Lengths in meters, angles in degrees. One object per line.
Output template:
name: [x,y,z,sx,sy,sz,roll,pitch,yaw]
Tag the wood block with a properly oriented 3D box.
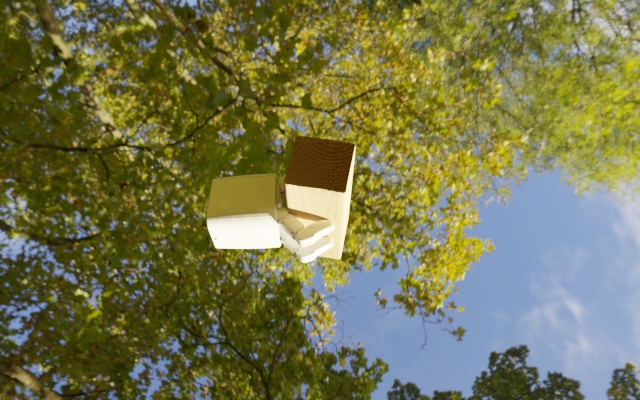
wood block: [0.000,0.002,0.758,0.090,0.090,0.206,9,-32,5]
